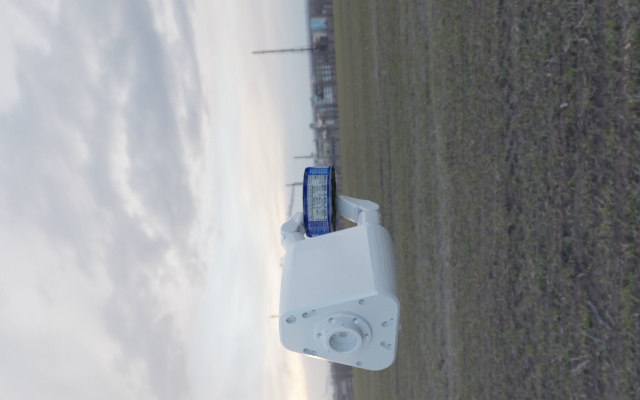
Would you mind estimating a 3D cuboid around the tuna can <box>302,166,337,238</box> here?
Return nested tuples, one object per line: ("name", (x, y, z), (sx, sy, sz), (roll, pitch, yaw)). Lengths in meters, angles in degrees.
("tuna can", (0.000, 0.002, 0.564), (0.034, 0.086, 0.086), (-1, 0, 5))
